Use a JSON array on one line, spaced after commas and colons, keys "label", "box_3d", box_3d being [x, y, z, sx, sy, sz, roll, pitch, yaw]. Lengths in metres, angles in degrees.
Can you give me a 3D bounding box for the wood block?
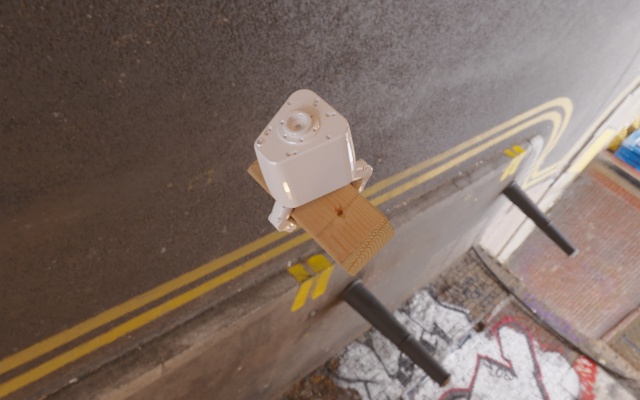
[{"label": "wood block", "box_3d": [0.000, 0.002, 0.704, 0.206, 0.091, 0.090, 44, -3, 25]}]
